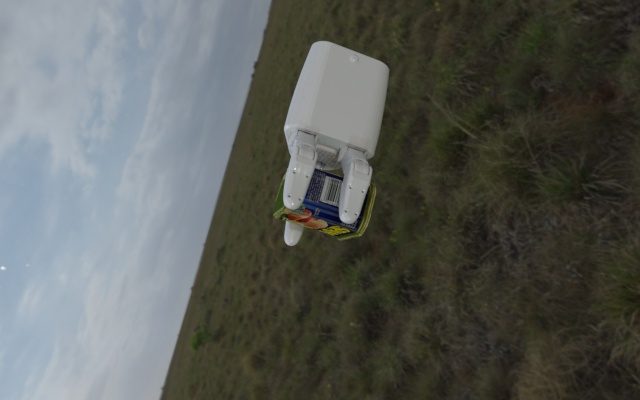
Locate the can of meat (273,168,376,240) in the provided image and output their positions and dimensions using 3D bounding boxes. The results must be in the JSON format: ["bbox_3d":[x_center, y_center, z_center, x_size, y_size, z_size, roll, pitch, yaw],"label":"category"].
[{"bbox_3d":[0.000,0.002,0.506,0.084,0.057,0.102,18,-12,-11],"label":"can of meat"}]
